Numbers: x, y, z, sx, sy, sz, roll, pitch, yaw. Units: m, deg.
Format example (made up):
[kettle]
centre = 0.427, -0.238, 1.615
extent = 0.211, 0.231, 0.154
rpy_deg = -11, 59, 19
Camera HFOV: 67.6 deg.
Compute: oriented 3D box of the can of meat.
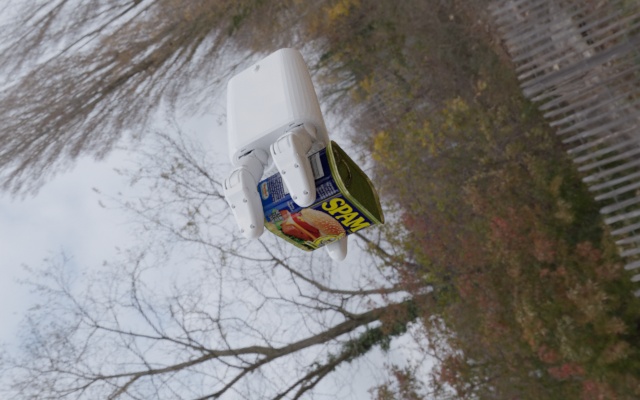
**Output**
[can of meat]
centre = 0.000, 0.002, 0.447
extent = 0.084, 0.057, 0.102
rpy_deg = -25, -33, 19
